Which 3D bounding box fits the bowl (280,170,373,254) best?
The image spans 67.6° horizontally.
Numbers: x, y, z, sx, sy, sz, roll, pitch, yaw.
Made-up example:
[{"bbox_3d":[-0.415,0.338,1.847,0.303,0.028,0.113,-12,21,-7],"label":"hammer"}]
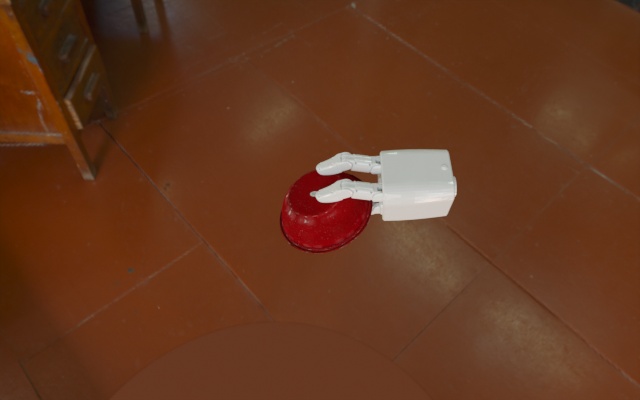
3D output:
[{"bbox_3d":[-0.001,0.003,0.772,0.162,0.162,0.055,0,-34,22],"label":"bowl"}]
